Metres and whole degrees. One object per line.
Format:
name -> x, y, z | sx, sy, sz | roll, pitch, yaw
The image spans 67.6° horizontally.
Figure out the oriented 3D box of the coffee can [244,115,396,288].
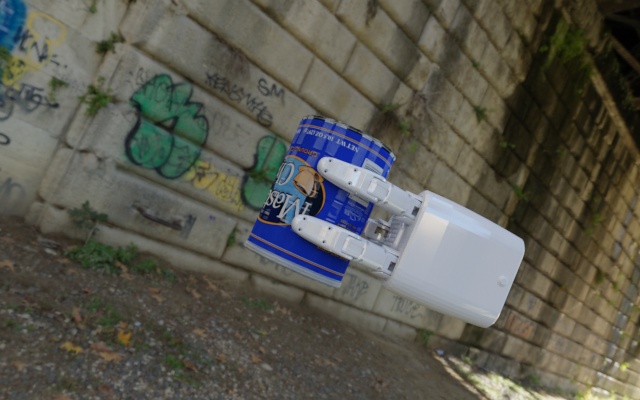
coffee can -> 0.000, 0.002, 0.474 | 0.103, 0.140, 0.103 | 24, -5, 2
